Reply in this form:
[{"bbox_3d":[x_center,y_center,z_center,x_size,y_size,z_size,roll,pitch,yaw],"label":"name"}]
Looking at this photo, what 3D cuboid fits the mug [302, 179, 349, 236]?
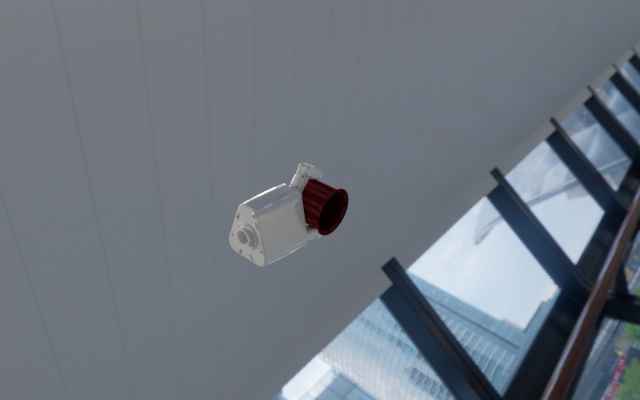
[{"bbox_3d":[0.001,0.002,0.894,0.081,0.093,0.117,26,33,30],"label":"mug"}]
